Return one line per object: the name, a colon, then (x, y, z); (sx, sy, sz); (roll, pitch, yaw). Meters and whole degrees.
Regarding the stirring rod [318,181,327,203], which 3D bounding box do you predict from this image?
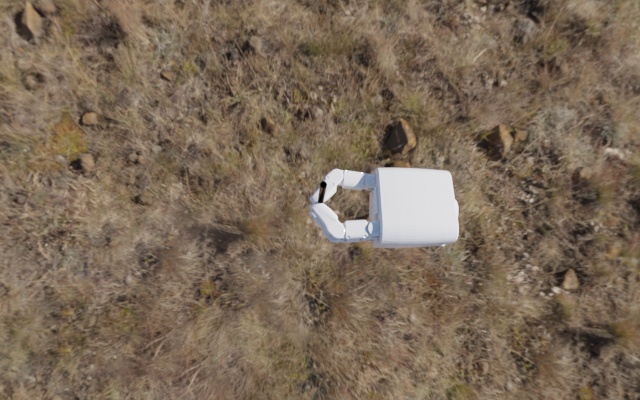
stirring rod: (0.000, 0.002, 0.652); (0.011, 0.011, 0.239); (0, -10, -2)
